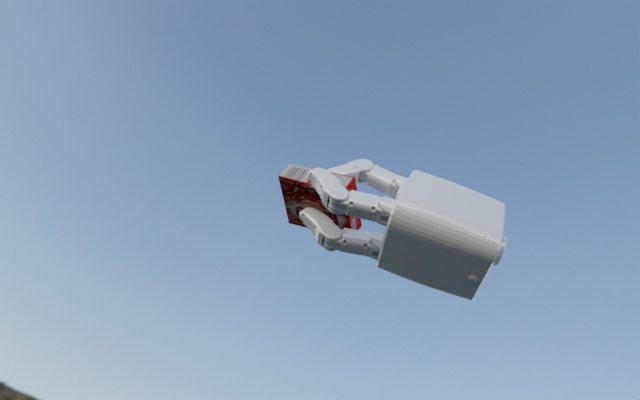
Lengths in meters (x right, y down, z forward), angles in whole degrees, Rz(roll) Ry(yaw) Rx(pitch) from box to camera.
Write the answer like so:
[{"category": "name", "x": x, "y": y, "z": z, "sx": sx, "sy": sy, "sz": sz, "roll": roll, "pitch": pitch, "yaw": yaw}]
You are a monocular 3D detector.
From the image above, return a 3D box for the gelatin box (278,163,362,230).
[{"category": "gelatin box", "x": 0.000, "y": 0.001, "z": 0.549, "sx": 0.089, "sy": 0.073, "sz": 0.030, "roll": 14, "pitch": 45, "yaw": 26}]
